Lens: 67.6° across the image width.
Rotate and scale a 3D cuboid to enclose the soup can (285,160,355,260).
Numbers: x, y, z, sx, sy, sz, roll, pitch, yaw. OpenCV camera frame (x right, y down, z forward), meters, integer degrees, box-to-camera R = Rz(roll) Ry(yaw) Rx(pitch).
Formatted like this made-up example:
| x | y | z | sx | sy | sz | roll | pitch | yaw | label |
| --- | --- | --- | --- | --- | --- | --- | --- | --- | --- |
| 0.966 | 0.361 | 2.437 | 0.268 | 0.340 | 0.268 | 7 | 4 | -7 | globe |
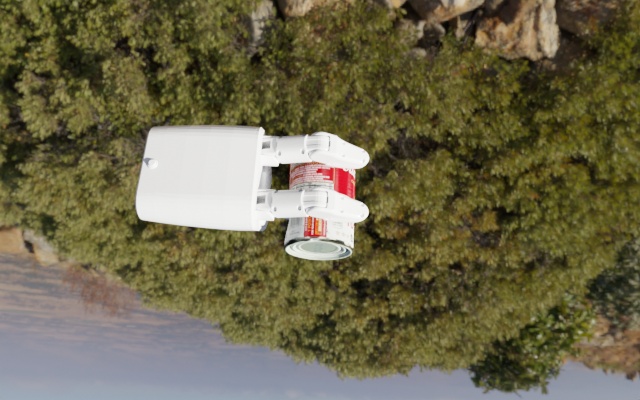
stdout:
| x | y | z | sx | sy | sz | roll | pitch | yaw | label |
| --- | --- | --- | --- | --- | --- | --- | --- | --- | --- |
| 0.001 | 0.002 | 0.474 | 0.068 | 0.102 | 0.068 | 2 | -22 | 1 | soup can |
